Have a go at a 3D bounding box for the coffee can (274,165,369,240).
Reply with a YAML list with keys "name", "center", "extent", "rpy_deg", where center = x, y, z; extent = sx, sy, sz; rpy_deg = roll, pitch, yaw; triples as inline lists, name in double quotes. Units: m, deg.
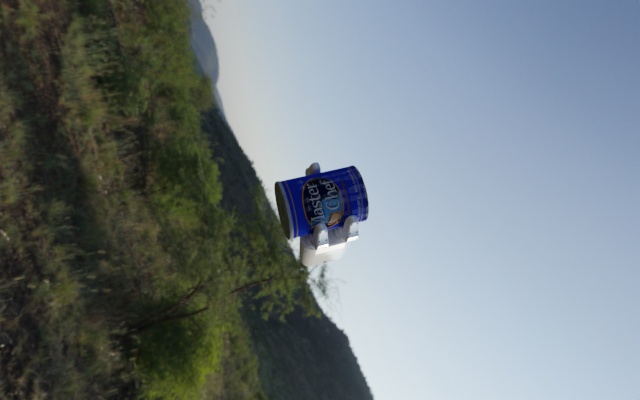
- name: "coffee can"
  center: [0.000, 0.003, 0.830]
  extent: [0.140, 0.103, 0.103]
  rpy_deg: [-13, 3, -13]
